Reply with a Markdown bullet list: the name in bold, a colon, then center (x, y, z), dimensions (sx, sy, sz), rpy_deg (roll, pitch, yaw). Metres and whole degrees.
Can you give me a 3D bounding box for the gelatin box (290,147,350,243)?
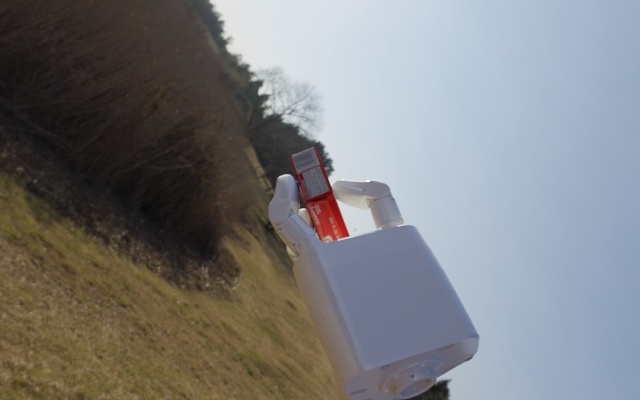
- **gelatin box**: center (0.000, 0.001, 0.465), dimensions (0.030, 0.073, 0.089), rpy_deg (-21, 36, 1)
